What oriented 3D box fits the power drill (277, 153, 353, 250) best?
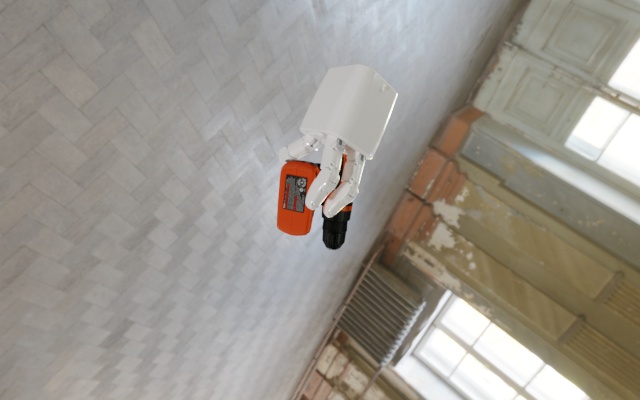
[{"bbox_3d":[0.000,0.002,0.750,0.057,0.184,0.187,8,10,23],"label":"power drill"}]
